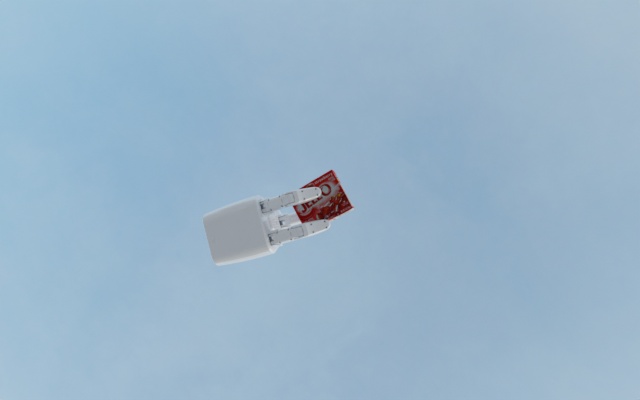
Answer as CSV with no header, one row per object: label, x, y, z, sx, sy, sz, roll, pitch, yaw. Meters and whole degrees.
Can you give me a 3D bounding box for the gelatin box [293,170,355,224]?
gelatin box,0.001,0.002,0.789,0.089,0.073,0.030,-29,-8,8
